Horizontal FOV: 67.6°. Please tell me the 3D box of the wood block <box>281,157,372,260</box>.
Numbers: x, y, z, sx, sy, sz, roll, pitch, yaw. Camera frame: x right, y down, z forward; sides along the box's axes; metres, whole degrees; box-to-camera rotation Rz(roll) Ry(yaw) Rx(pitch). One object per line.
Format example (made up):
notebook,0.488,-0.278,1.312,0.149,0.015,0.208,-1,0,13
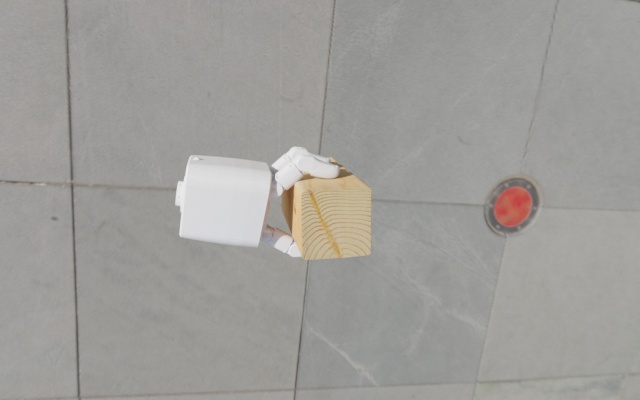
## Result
wood block,0.000,0.003,0.679,0.090,0.091,0.206,-4,16,-11
